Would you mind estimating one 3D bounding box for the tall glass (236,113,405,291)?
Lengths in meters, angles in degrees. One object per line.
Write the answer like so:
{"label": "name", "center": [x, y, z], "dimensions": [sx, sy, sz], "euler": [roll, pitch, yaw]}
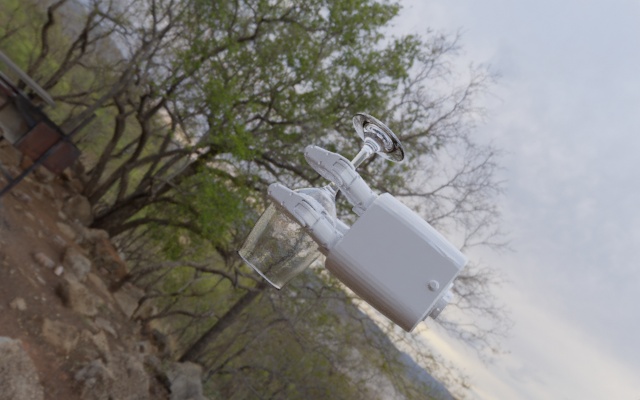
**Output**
{"label": "tall glass", "center": [0.000, 0.001, 0.516], "dimensions": [0.079, 0.201, 0.079], "euler": [41, -11, 10]}
